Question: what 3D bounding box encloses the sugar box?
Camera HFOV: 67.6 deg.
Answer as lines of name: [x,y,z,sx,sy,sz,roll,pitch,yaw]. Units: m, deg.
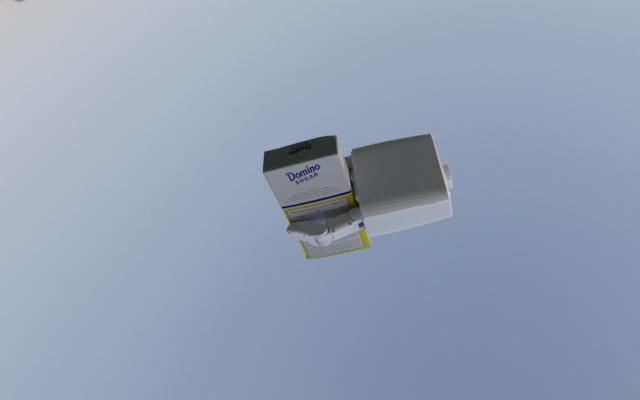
sugar box: [0.000,0.002,0.610,0.093,0.176,0.048,-13,42,10]
